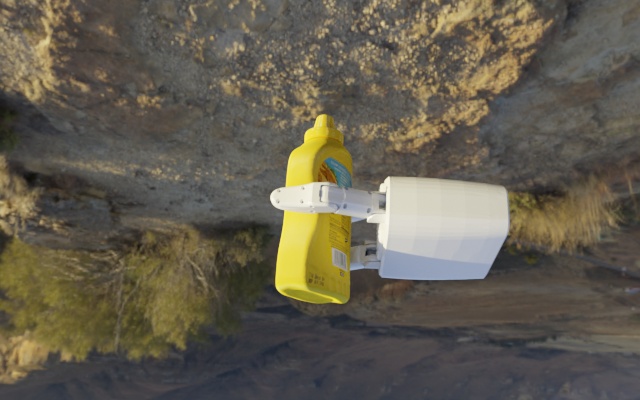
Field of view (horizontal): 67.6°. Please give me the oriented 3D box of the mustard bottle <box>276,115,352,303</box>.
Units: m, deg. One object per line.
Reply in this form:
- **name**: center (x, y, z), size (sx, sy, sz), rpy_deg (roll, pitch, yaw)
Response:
- **mustard bottle**: center (0.000, 0.002, 0.479), size (0.058, 0.191, 0.096), rpy_deg (-7, -22, 28)
